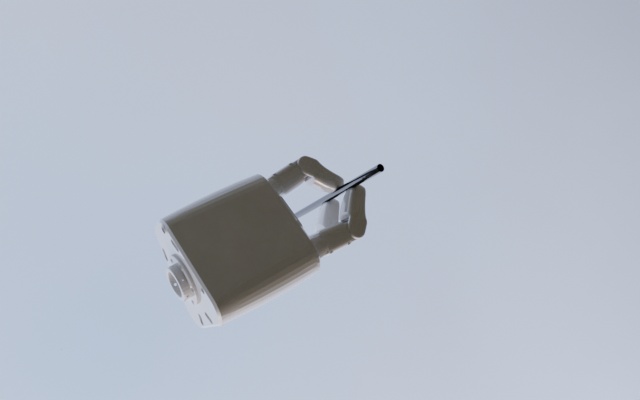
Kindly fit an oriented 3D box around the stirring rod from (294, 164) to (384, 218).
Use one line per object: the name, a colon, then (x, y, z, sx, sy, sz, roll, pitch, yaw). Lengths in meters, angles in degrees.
stirring rod: (0.000, 0.002, 0.540, 0.011, 0.011, 0.239, 0, -15, -28)
